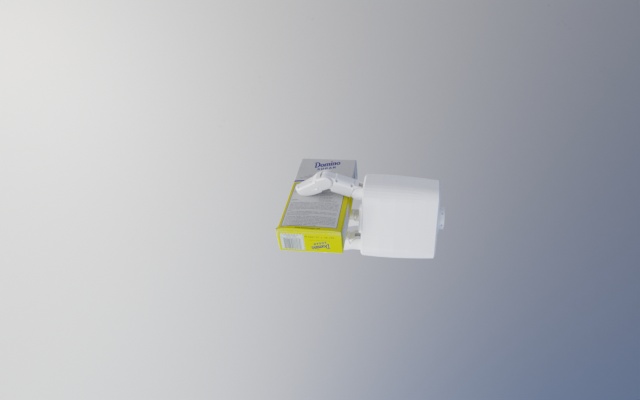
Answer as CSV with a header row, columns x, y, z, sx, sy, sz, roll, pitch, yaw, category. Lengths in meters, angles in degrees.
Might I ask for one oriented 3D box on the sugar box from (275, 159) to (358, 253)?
x,y,z,sx,sy,sz,roll,pitch,yaw,category
0.000,0.003,0.714,0.093,0.048,0.176,3,36,12,sugar box
